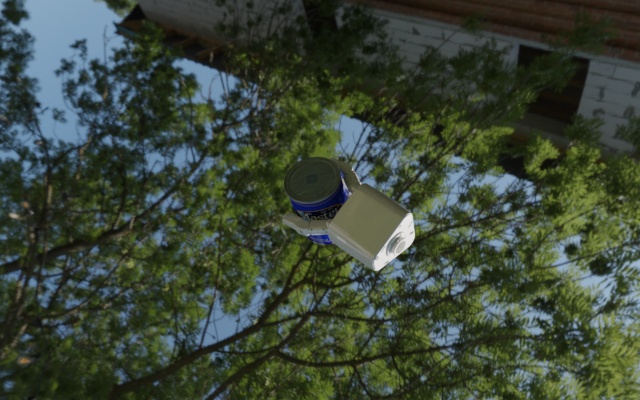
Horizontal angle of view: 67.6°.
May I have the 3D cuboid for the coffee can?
[{"bbox_3d":[0.000,0.003,0.887,0.103,0.102,0.140,0,-36,16],"label":"coffee can"}]
